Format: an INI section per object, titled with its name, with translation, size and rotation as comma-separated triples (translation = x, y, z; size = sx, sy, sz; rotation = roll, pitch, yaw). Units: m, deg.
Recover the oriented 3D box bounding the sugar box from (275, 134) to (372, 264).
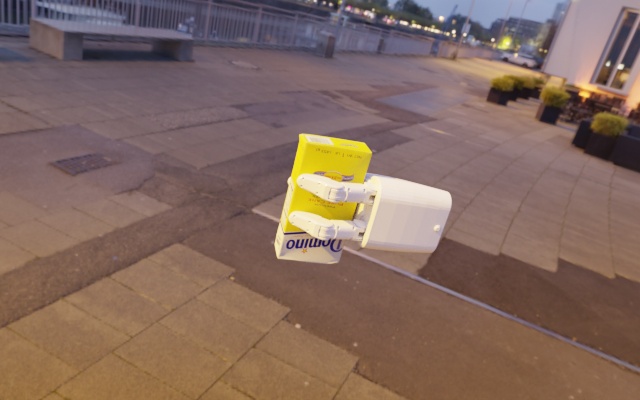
[sugar box]
translation = 0.000, 0.002, 0.653
size = 0.093, 0.176, 0.048
rotation = 7, 23, -16
